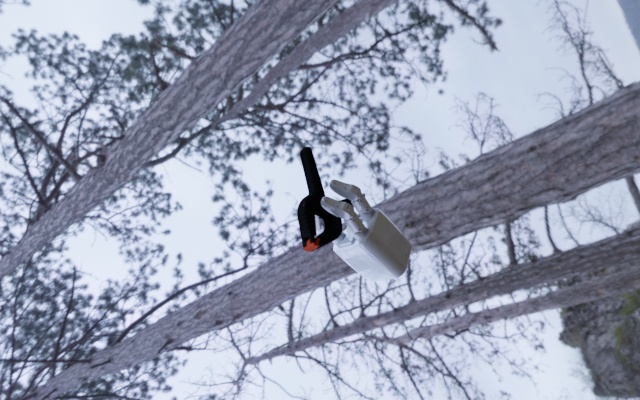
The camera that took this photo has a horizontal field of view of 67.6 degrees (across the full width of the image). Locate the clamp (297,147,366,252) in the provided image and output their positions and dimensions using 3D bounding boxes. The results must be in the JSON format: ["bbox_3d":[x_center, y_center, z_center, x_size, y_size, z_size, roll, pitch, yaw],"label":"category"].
[{"bbox_3d":[0.000,0.004,0.869,0.036,0.164,0.209,-36,18,39],"label":"clamp"}]
